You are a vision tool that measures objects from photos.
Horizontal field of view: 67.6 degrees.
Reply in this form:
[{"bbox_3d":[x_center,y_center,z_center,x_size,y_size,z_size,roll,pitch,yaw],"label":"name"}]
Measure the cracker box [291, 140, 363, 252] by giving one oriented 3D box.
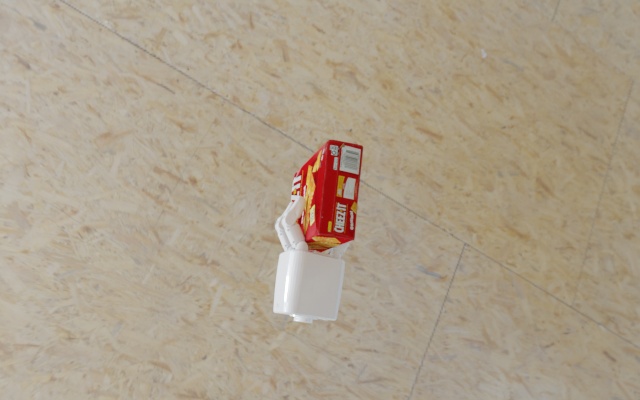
[{"bbox_3d":[0.000,0.003,0.862,0.072,0.164,0.214,11,-15,-16],"label":"cracker box"}]
